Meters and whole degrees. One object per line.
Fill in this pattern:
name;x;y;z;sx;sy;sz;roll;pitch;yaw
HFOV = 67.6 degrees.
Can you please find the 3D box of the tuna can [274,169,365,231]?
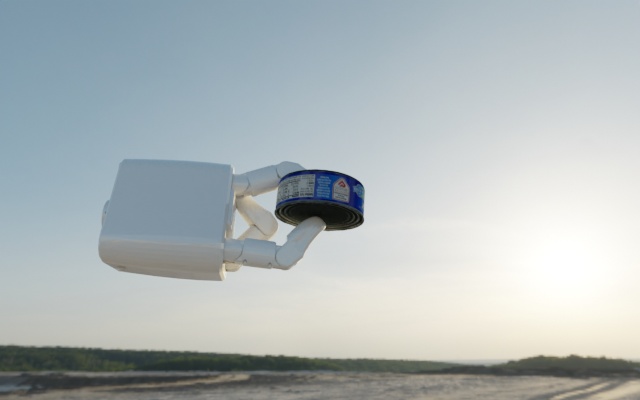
tuna can;0.000;0.001;0.459;0.086;0.033;0.086;4;-20;2
